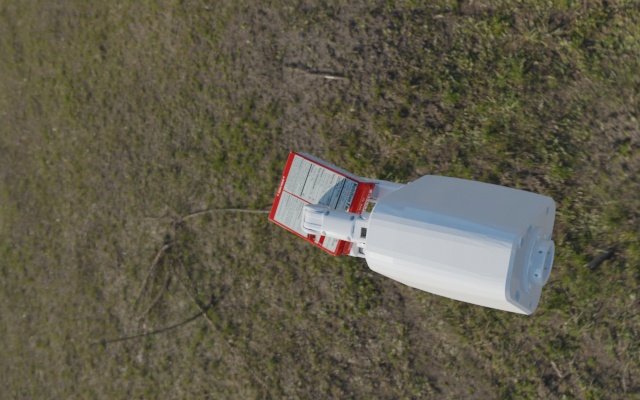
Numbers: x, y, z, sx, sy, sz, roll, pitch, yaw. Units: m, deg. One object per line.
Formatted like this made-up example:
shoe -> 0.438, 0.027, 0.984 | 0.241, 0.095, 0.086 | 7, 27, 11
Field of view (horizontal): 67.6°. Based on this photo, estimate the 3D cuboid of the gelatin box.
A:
gelatin box -> 0.000, 0.001, 0.457 | 0.089, 0.073, 0.030 | 26, 14, 30
